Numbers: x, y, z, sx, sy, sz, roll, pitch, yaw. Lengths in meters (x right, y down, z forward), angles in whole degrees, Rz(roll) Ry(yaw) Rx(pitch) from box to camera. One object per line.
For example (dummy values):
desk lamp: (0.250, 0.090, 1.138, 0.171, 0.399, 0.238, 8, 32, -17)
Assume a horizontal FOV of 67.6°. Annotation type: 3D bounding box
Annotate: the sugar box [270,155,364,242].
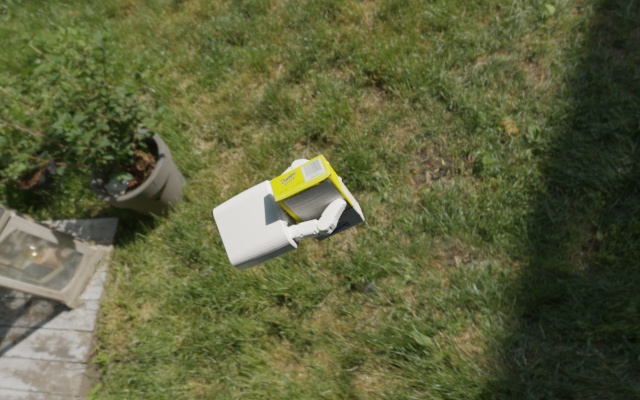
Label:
sugar box: (0.000, 0.002, 0.775, 0.093, 0.048, 0.176, -25, -30, 10)
